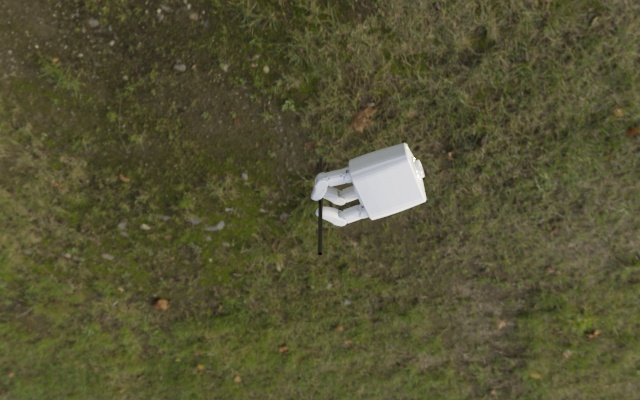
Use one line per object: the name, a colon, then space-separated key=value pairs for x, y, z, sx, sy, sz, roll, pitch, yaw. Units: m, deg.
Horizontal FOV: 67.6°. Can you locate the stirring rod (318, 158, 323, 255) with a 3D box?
stirring rod: x=0.000 y=0.003 z=0.883 sx=0.011 sy=0.239 sz=0.011 roll=0 pitch=-44 yaw=0
